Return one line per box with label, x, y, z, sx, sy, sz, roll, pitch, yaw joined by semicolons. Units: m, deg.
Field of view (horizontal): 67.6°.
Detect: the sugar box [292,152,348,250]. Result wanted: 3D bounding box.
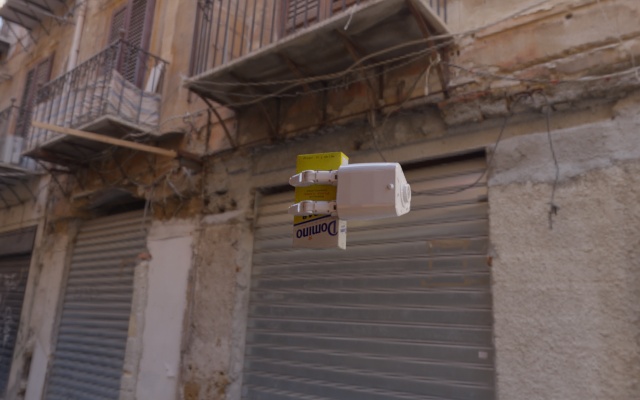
sugar box;0.000;0.003;0.881;0.093;0.176;0.048;-3;-15;22
